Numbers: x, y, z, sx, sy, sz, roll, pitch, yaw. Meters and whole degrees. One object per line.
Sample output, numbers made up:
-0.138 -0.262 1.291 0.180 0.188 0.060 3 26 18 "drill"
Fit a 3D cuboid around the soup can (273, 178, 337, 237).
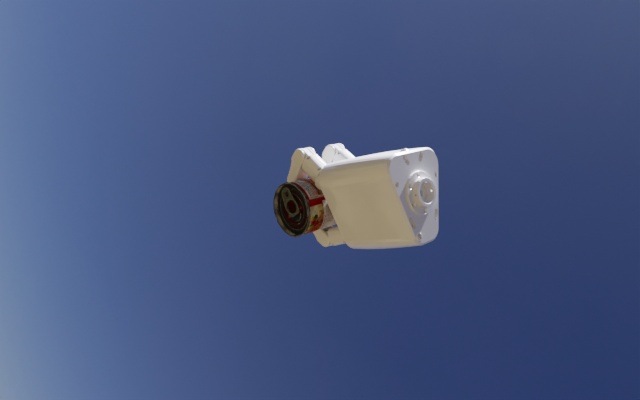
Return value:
0.000 0.002 0.615 0.102 0.068 0.068 -15 10 -41 "soup can"
